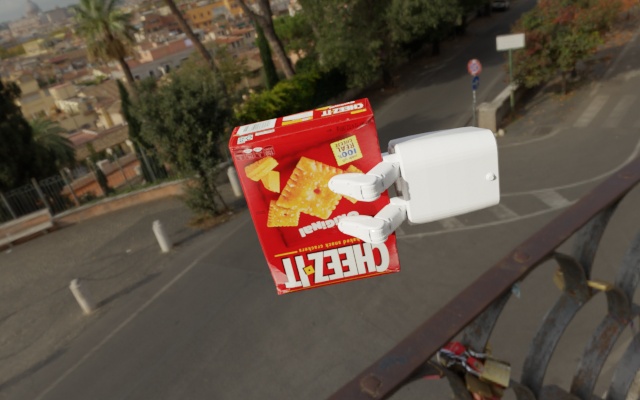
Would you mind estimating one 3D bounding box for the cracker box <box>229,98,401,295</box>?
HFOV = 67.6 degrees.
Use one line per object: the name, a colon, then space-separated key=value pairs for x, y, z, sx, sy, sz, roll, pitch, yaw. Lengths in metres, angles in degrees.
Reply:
cracker box: x=0.000 y=0.002 z=0.581 sx=0.164 sy=0.214 sz=0.072 roll=-11 pitch=27 yaw=5
